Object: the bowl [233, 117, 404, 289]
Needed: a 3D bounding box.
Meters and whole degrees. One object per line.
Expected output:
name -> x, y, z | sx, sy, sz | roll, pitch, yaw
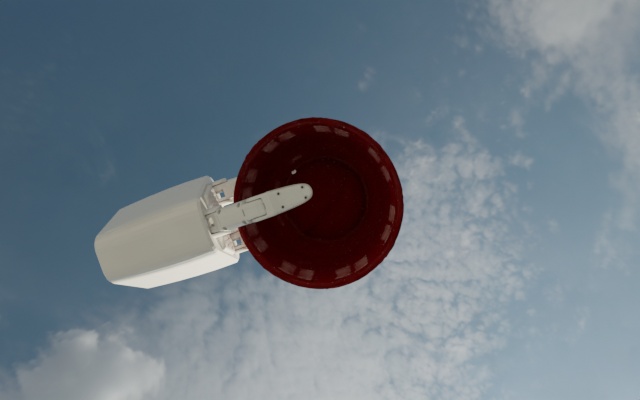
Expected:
bowl -> 0.001, 0.001, 0.470 | 0.162, 0.162, 0.055 | 0, 6, 10
